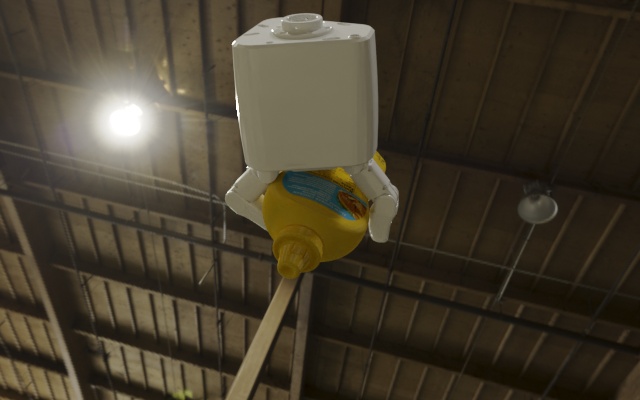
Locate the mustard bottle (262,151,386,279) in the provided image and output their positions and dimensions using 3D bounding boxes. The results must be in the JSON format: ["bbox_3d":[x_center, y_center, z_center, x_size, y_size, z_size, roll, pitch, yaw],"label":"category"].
[{"bbox_3d":[0.000,0.002,0.442,0.096,0.058,0.191,26,37,0],"label":"mustard bottle"}]
